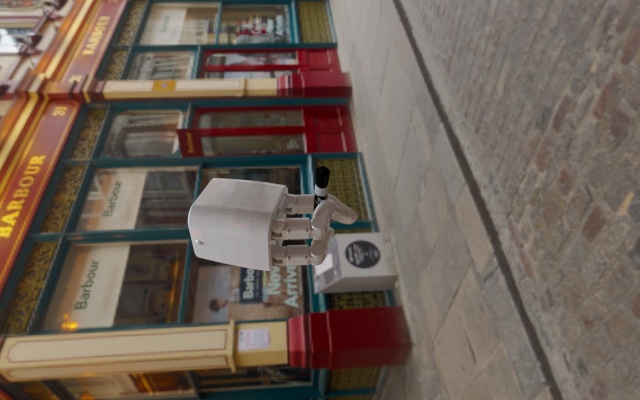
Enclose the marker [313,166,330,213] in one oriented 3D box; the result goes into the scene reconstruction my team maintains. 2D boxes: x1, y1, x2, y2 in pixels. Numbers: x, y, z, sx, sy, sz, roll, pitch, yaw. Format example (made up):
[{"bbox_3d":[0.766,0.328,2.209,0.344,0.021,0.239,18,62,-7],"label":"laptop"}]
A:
[{"bbox_3d":[0.000,0.002,0.636,0.020,0.020,0.121,2,-45,-2],"label":"marker"}]
